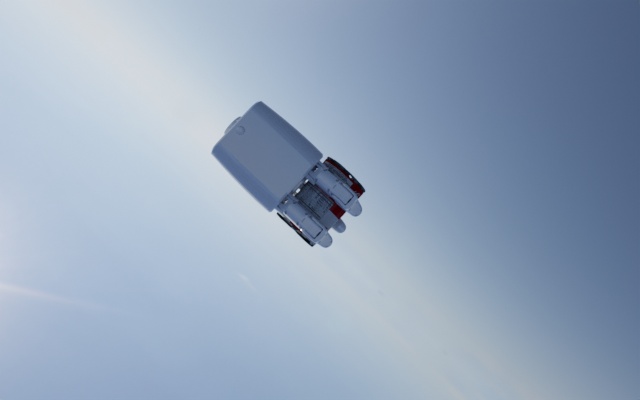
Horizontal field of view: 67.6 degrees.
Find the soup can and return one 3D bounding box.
[{"bbox_3d":[0.000,0.003,0.627,0.068,0.102,0.068,43,-3,3],"label":"soup can"}]
